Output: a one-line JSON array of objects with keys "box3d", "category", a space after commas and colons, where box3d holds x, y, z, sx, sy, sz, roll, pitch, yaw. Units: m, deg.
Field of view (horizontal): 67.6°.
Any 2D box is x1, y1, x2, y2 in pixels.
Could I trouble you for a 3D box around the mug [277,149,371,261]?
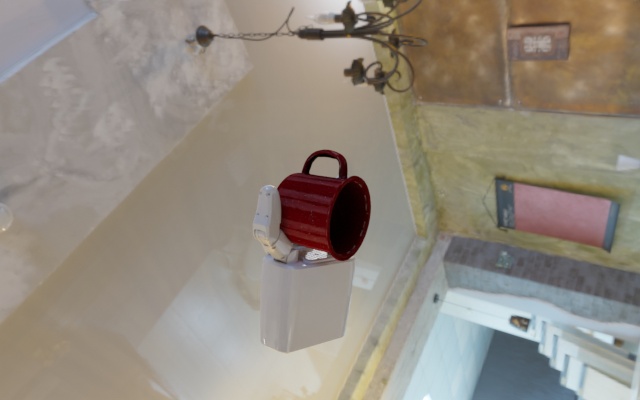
[{"box3d": [0.000, 0.000, 0.531, 0.081, 0.117, 0.093, 11, 11, 32], "category": "mug"}]
